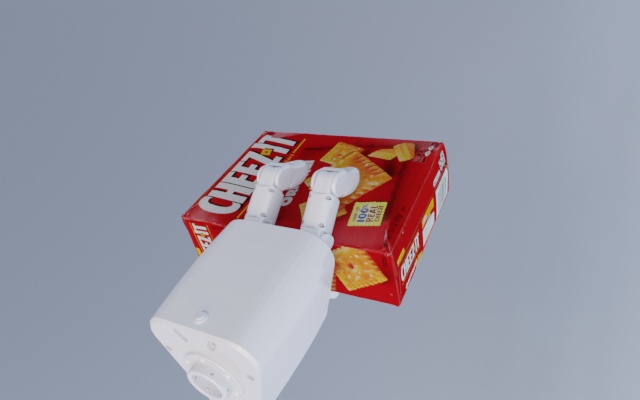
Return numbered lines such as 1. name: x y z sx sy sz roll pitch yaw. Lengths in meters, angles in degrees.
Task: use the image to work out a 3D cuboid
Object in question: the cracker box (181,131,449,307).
1. cracker box: 0.000 0.002 0.469 0.213 0.072 0.164 8 41 27
